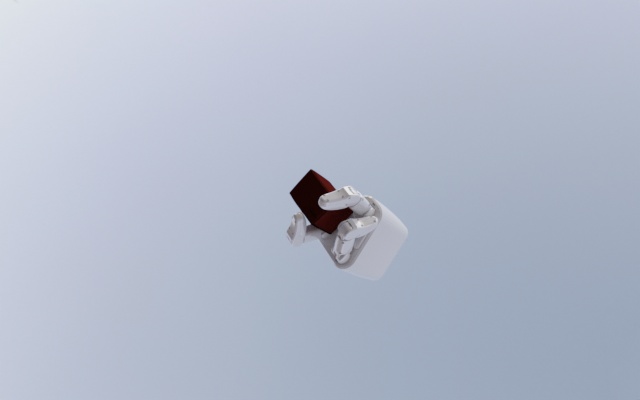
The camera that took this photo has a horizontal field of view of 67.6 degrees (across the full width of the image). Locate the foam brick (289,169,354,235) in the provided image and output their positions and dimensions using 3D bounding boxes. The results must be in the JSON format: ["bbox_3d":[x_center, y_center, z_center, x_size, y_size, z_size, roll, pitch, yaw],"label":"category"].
[{"bbox_3d":[0.000,0.002,0.719,0.051,0.053,0.078,30,19,-50],"label":"foam brick"}]
